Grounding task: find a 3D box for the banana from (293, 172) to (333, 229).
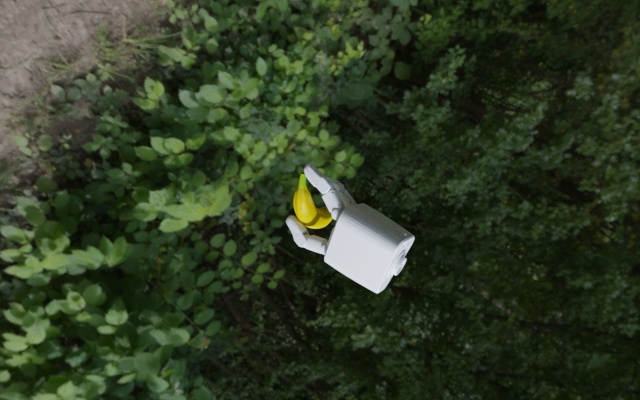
[{"bbox_3d":[-0.010,0.018,0.863,0.037,0.069,0.198,27,-10,21],"label":"banana"}]
